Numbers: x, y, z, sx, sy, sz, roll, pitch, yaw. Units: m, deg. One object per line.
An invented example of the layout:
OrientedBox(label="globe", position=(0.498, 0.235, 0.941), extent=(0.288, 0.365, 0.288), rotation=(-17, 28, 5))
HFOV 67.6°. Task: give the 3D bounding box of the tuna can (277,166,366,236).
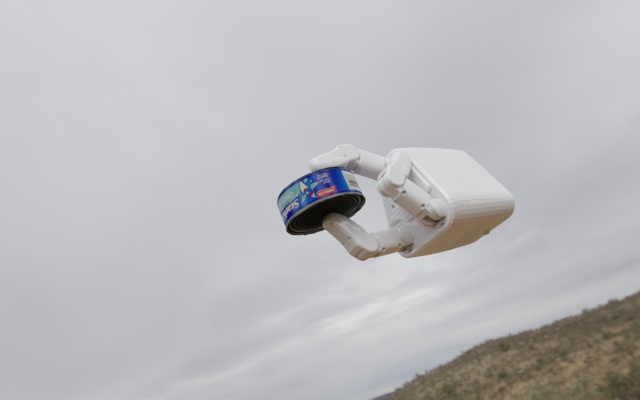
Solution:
OrientedBox(label="tuna can", position=(0.000, 0.001, 0.483), extent=(0.086, 0.033, 0.086), rotation=(-20, -21, -8))
